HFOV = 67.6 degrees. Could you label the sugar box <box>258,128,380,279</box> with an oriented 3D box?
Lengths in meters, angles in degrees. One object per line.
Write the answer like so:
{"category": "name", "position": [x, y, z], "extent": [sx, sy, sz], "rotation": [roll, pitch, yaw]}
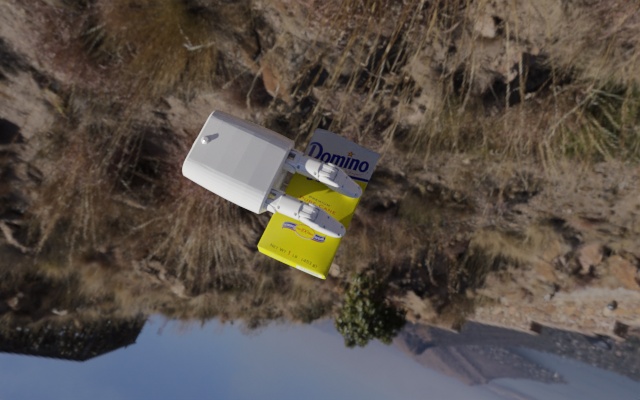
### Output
{"category": "sugar box", "position": [0.000, 0.002, 0.610], "extent": [0.093, 0.176, 0.048], "rotation": [24, -13, 3]}
